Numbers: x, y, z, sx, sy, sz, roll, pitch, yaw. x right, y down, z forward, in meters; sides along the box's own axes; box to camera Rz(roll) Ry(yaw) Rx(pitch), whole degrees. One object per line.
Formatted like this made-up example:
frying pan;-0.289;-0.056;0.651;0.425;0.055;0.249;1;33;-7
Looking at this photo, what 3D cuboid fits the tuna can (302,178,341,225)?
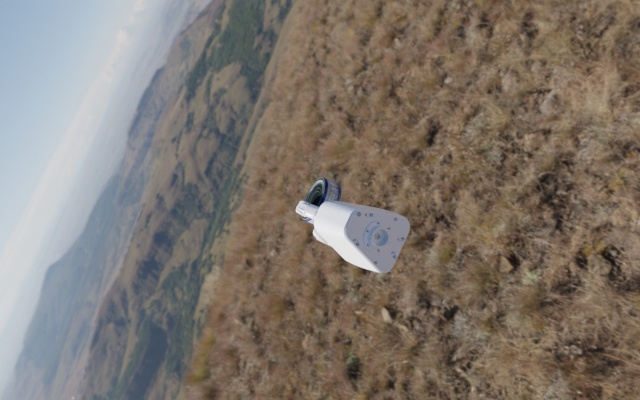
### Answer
tuna can;0.000;0.003;0.860;0.034;0.086;0.086;25;-9;-21
